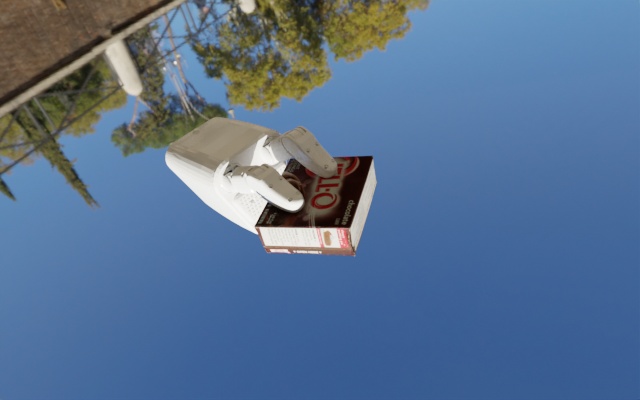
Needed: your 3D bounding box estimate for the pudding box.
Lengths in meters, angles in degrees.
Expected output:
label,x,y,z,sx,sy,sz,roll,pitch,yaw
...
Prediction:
label,x,y,z,sx,sy,sz,roll,pitch,yaw
pudding box,0.000,0.002,0.458,0.090,0.039,0.113,-1,40,19
